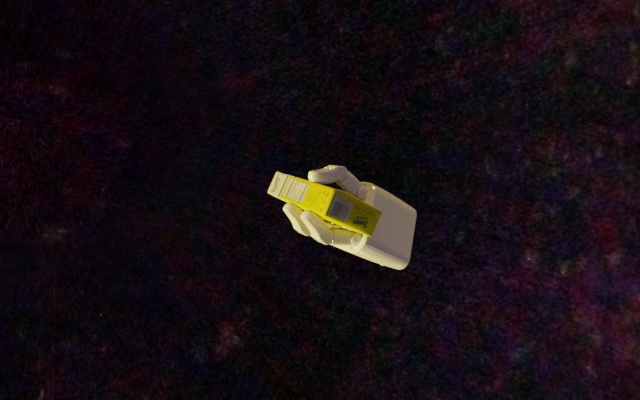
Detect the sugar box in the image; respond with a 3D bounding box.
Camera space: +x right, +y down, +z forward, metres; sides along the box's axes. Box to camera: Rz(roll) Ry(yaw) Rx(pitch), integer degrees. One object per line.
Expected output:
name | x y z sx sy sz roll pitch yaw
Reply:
sugar box | 0.000 0.003 0.720 0.093 0.048 0.176 26 -6 -33
